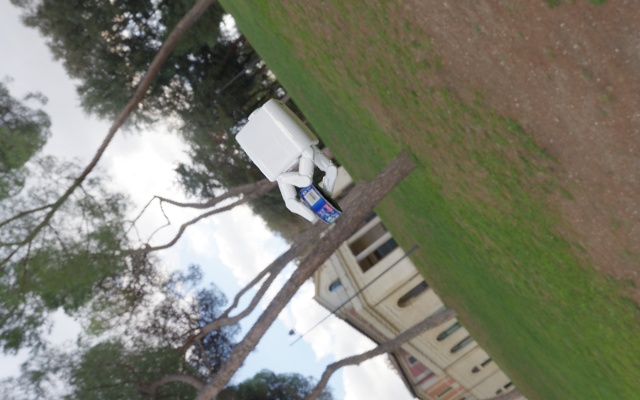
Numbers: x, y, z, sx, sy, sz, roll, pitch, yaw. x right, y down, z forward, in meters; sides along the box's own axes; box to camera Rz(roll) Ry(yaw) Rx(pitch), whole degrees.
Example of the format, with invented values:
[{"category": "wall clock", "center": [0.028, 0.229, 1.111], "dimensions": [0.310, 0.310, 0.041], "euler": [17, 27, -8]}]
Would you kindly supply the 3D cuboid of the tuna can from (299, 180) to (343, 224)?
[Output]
[{"category": "tuna can", "center": [0.000, 0.003, 0.896], "dimensions": [0.034, 0.086, 0.086], "euler": [-44, -8, 8]}]
